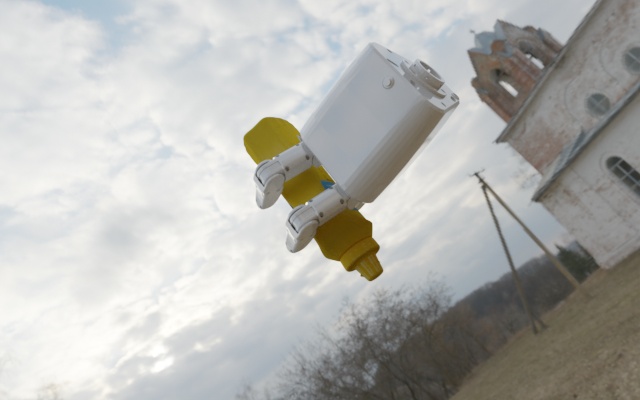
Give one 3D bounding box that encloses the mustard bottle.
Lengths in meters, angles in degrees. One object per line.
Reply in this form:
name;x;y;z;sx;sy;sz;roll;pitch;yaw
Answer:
mustard bottle;0.000;0.002;0.491;0.058;0.191;0.096;-41;-22;6
